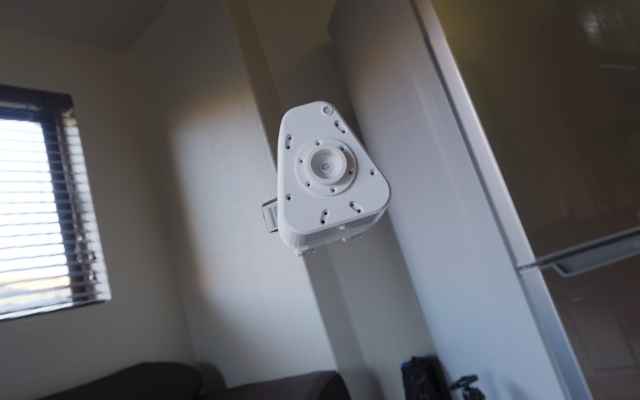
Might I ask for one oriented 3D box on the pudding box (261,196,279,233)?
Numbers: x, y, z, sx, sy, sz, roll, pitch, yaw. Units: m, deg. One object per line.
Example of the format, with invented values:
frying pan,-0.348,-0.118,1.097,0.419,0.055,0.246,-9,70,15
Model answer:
pudding box,0.000,0.002,0.564,0.113,0.039,0.090,-20,-8,22
